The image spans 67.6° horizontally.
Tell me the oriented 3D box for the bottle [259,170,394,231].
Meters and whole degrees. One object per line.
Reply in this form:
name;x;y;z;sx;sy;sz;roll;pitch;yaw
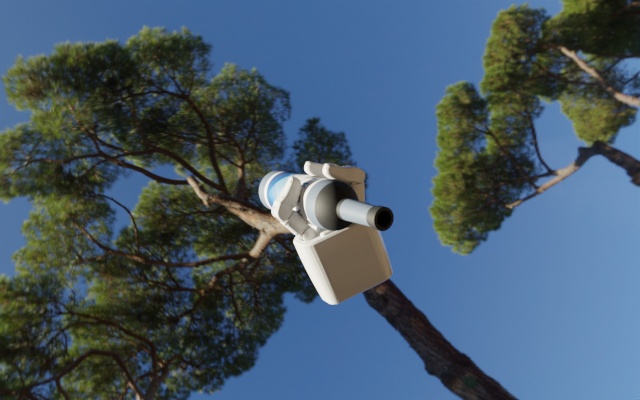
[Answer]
bottle;0.000;0.002;0.655;0.069;0.069;0.295;0;7;-29
